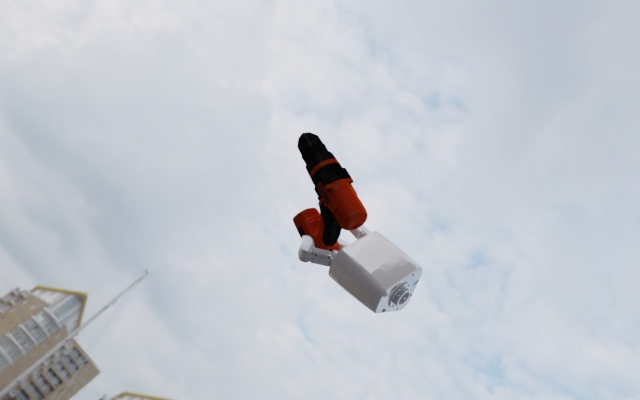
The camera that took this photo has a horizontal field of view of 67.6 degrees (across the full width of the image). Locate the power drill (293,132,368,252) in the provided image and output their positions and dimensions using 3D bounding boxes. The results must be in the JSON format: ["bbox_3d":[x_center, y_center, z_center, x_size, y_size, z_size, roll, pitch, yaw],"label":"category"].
[{"bbox_3d":[0.000,0.003,0.802,0.057,0.184,0.188,-17,-28,-21],"label":"power drill"}]
